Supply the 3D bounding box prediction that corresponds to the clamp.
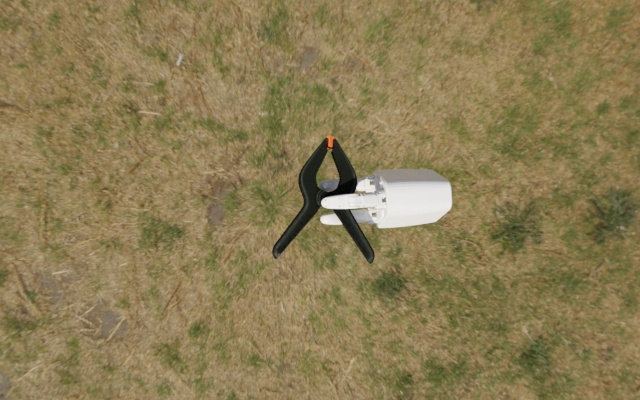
[{"bbox_3d":[0.000,0.002,0.767,0.164,0.210,0.036,-4,0,-5],"label":"clamp"}]
